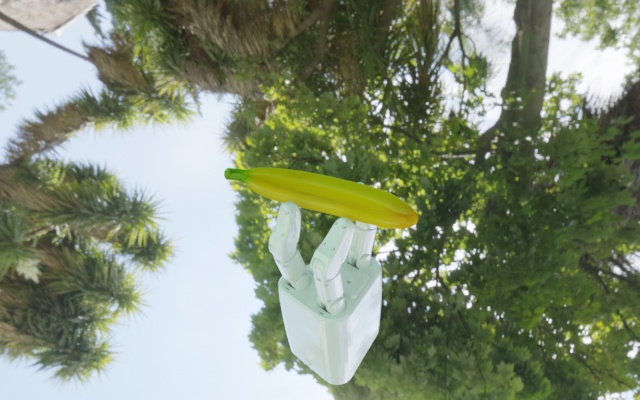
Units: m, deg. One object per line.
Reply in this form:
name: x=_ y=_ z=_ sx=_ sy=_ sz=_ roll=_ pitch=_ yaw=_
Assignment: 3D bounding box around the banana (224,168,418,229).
banana: x=0.004 y=-0.003 z=0.476 sx=0.198 sy=0.037 sz=0.069 roll=12 pitch=16 yaw=20
